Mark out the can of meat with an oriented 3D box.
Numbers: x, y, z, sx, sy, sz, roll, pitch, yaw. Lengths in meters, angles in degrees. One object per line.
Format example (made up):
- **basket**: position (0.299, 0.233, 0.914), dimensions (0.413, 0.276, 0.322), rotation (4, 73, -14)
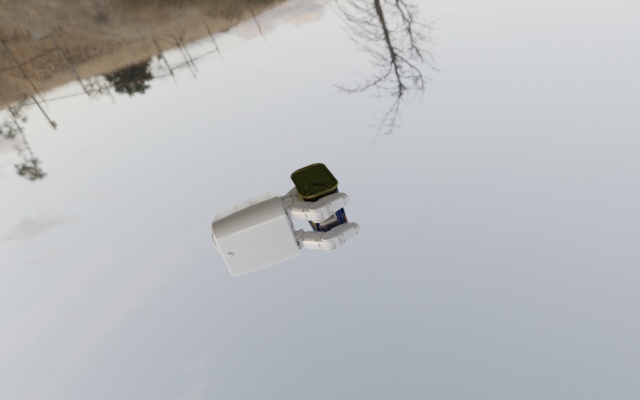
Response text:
- **can of meat**: position (0.000, 0.003, 0.724), dimensions (0.057, 0.084, 0.102), rotation (-21, 29, -7)
